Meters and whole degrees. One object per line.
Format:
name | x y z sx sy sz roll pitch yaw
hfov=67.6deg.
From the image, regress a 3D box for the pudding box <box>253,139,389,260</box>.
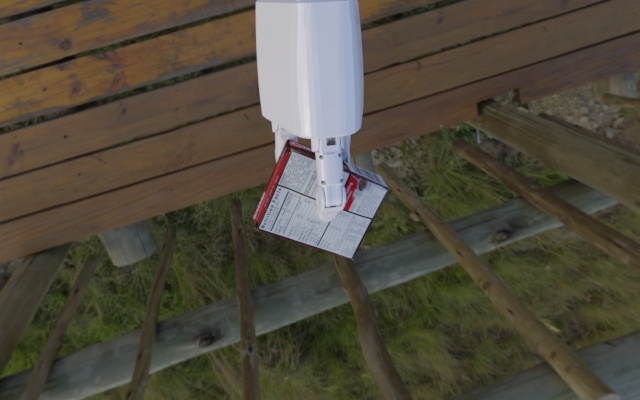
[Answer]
pudding box | 0.000 0.002 0.482 0.113 0.090 0.039 20 18 -18
